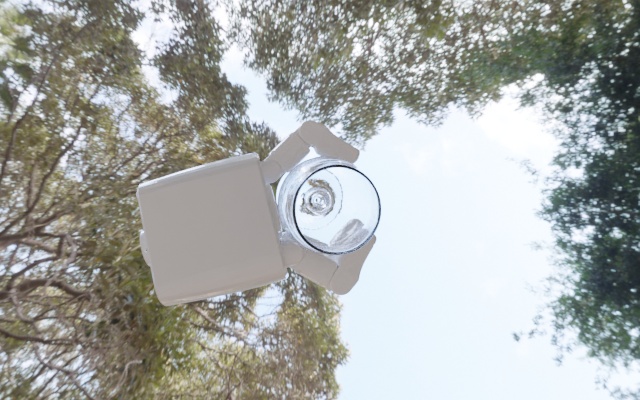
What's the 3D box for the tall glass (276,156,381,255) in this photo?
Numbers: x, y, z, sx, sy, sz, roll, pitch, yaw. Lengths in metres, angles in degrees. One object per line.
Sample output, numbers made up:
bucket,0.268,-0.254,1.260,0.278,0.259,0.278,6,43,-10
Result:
tall glass,0.000,0.001,0.422,0.079,0.079,0.201,0,3,-7
